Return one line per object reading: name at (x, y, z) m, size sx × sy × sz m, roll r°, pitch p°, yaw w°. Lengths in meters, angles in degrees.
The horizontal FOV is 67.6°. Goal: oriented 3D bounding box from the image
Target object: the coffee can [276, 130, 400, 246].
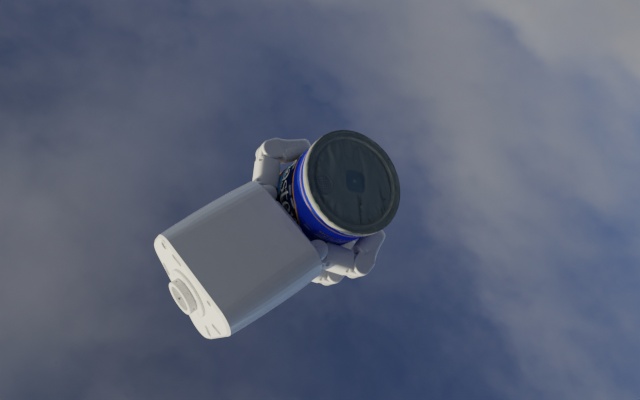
coffee can at (0.000, 0.001, 0.498) m, size 0.103 × 0.102 × 0.140 m, roll 0°, pitch -17°, yaw -29°
